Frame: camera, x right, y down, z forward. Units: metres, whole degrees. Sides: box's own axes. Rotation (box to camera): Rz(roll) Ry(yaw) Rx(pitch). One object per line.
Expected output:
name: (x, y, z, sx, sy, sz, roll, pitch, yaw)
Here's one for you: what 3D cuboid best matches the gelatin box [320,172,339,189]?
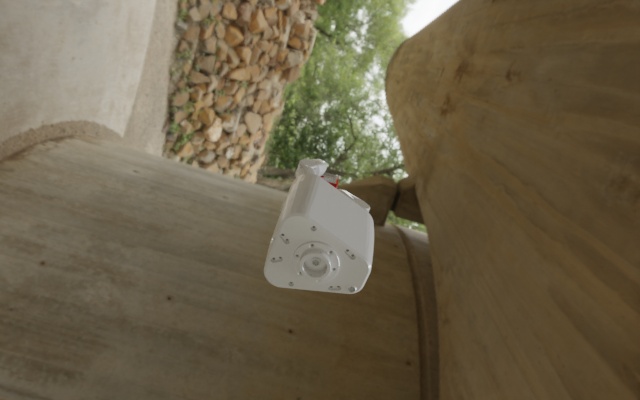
gelatin box: (0.001, 0.002, 0.660, 0.030, 0.073, 0.089, 18, 11, 0)
